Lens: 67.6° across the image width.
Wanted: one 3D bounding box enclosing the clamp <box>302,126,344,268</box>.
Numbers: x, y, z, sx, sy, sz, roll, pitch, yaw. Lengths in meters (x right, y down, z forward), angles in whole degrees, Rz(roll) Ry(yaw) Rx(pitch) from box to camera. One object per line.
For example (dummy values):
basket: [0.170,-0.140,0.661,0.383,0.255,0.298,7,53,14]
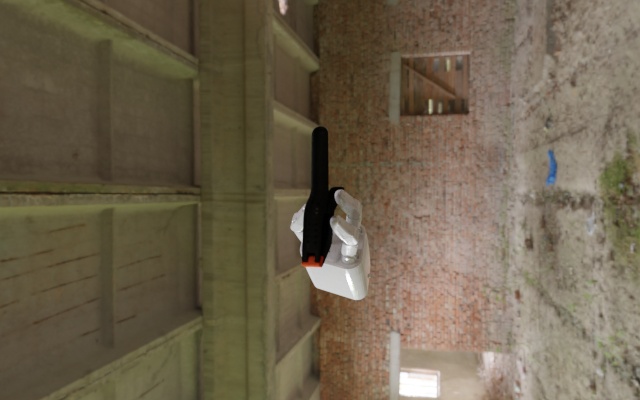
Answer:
clamp: [-0.001,0.003,0.733,0.036,0.209,0.165,-1,-43,16]
